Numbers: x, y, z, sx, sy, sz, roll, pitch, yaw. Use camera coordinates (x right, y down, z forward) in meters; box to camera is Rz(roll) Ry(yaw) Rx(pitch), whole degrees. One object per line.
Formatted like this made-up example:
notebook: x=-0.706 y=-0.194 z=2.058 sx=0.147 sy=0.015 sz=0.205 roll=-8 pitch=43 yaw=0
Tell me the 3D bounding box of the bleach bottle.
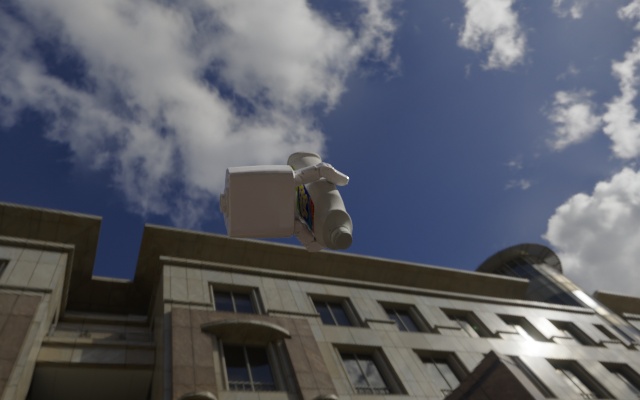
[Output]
bleach bottle: x=0.000 y=0.003 z=0.815 sx=0.068 sy=0.103 sz=0.250 roll=-2 pitch=24 yaw=-17
